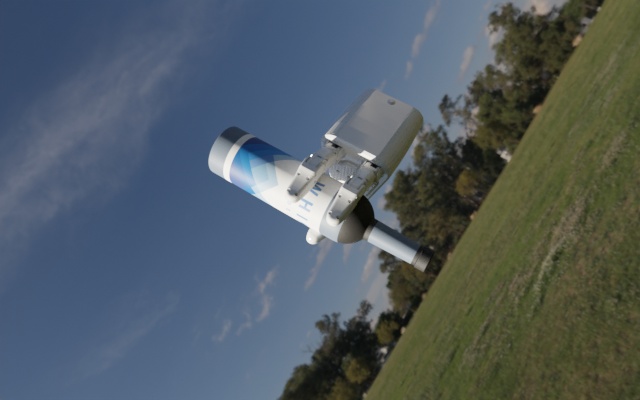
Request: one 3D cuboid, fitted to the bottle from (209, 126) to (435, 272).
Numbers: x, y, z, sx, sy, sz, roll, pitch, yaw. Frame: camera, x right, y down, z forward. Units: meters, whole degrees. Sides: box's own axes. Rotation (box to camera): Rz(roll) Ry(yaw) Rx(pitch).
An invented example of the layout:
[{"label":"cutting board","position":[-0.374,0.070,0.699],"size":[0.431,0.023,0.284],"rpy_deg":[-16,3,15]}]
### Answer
[{"label":"bottle","position":[0.000,0.002,0.583],"size":[0.295,0.069,0.069],"rpy_deg":[29,8,15]}]
